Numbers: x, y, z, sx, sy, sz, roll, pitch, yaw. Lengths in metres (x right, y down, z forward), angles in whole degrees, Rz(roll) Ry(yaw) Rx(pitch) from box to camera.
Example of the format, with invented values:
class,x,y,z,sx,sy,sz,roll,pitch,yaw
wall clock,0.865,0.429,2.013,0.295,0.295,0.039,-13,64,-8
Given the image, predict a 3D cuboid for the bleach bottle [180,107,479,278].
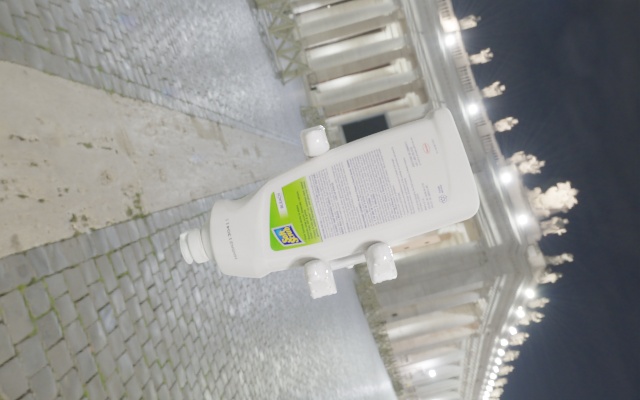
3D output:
class,x,y,z,sx,sy,sz,roll,pitch,yaw
bleach bottle,0.000,0.001,0.419,0.251,0.102,0.068,-15,-13,2
